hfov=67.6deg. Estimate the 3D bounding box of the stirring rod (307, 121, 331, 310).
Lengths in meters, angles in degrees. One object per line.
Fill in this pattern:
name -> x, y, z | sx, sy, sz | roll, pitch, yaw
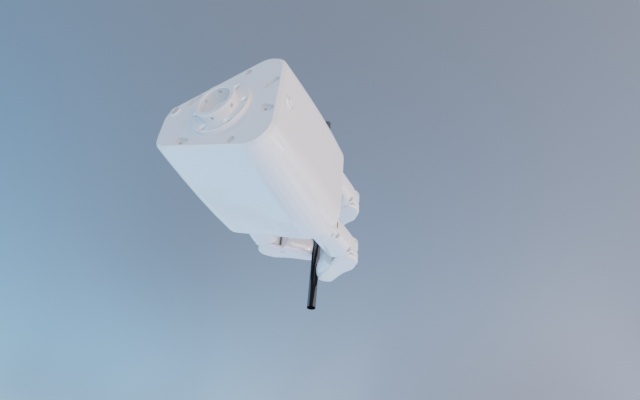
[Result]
stirring rod -> 0.000, 0.002, 0.499 | 0.011, 0.239, 0.011 | 3, -38, 2
